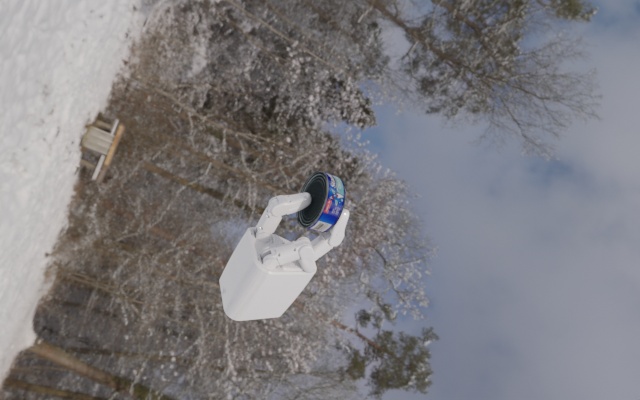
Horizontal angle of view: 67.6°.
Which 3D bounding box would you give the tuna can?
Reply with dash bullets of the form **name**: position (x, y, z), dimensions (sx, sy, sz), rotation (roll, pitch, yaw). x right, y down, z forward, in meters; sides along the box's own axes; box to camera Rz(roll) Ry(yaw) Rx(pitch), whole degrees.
- **tuna can**: position (0.001, 0.002, 0.689), dimensions (0.034, 0.086, 0.086), rotation (18, -8, -27)
